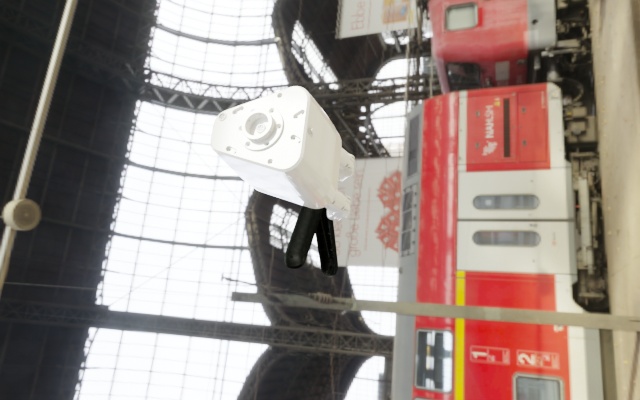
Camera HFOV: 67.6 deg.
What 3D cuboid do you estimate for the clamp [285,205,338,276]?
[{"bbox_3d":[-0.001,0.002,0.647,0.036,0.210,0.165,1,-18,17],"label":"clamp"}]
